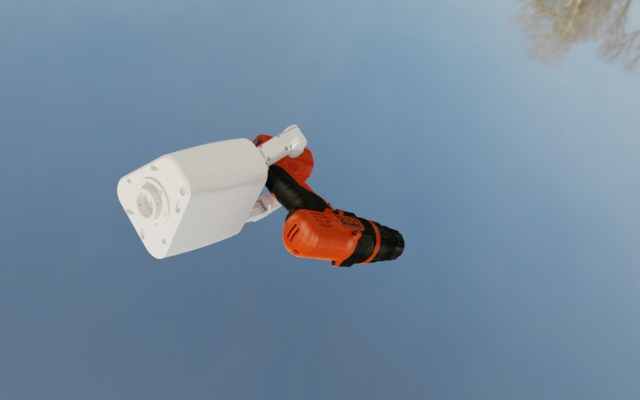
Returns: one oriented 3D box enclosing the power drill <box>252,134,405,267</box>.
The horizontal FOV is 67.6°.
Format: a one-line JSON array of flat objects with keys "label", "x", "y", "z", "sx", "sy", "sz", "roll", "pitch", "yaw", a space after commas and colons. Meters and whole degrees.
[{"label": "power drill", "x": 0.000, "y": 0.002, "z": 0.569, "sx": 0.184, "sy": 0.057, "sz": 0.187, "roll": 13, "pitch": 27, "yaw": -48}]
